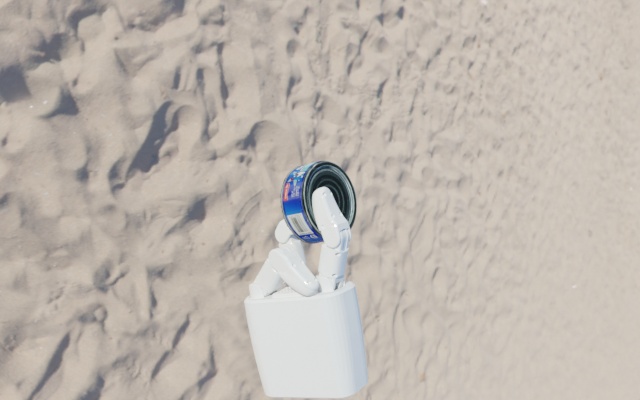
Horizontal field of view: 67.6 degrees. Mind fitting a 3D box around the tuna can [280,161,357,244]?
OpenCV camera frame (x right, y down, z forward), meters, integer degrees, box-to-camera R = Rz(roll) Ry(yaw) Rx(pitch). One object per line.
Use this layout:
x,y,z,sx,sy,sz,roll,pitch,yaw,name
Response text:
0.000,0.002,0.505,0.034,0.086,0.086,-11,-8,42,tuna can
